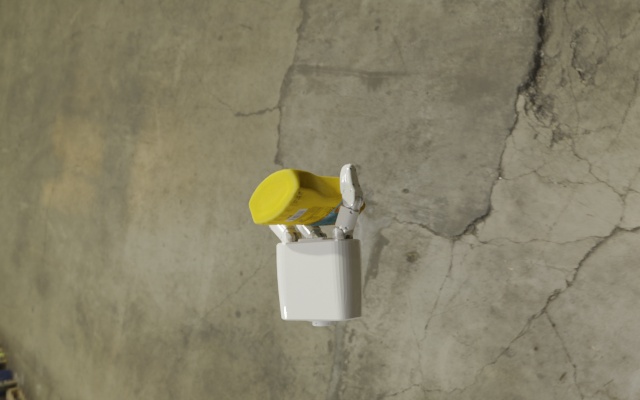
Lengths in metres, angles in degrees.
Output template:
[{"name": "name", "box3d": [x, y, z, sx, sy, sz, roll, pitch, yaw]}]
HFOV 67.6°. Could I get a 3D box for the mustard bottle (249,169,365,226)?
[{"name": "mustard bottle", "box3d": [0.000, 0.002, 0.678, 0.191, 0.058, 0.096, 6, -36, -47]}]
